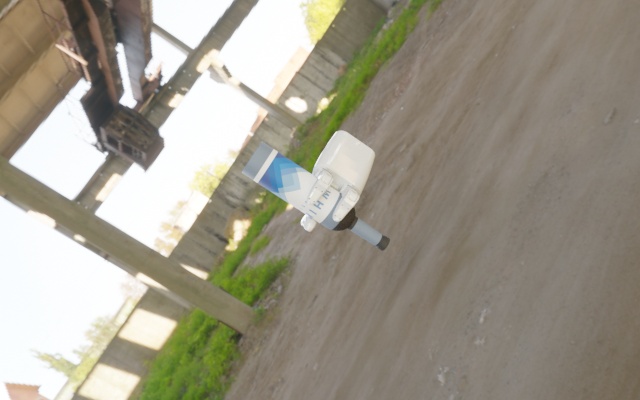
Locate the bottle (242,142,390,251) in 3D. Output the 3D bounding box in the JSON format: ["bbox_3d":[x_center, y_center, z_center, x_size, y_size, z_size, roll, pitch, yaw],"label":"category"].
[{"bbox_3d":[0.000,0.003,0.868,0.296,0.069,0.069,33,-6,-9],"label":"bottle"}]
